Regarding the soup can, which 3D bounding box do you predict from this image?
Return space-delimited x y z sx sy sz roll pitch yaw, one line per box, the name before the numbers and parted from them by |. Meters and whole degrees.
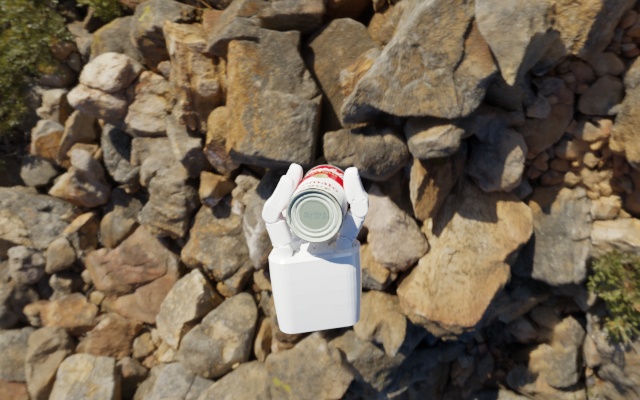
soup can | 0.000 0.002 0.584 0.068 0.068 0.102 0 19 10
